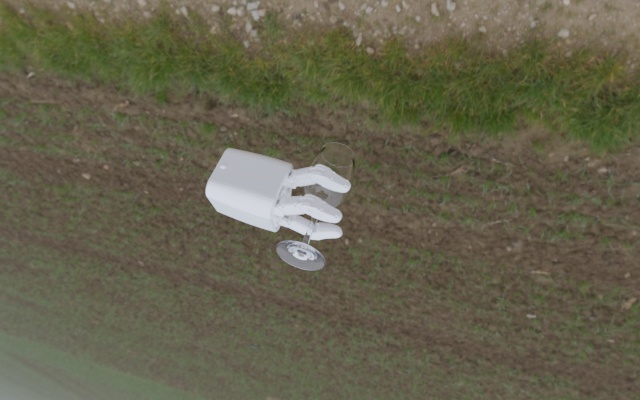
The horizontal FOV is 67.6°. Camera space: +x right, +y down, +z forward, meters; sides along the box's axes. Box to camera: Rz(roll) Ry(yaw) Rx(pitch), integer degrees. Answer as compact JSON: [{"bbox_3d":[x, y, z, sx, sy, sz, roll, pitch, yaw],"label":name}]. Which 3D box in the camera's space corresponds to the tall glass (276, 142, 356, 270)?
[{"bbox_3d":[0.000,0.003,0.734,0.079,0.201,0.079,14,-34,10],"label":"tall glass"}]
